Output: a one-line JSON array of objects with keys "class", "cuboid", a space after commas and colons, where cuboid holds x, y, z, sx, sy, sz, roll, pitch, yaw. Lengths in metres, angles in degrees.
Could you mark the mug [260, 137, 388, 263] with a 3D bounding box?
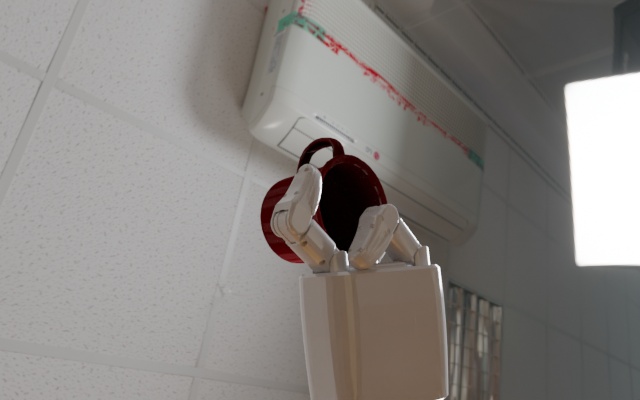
[{"class": "mug", "cuboid": [0.000, 0.000, 0.429, 0.093, 0.117, 0.081, 6, -14, -44]}]
